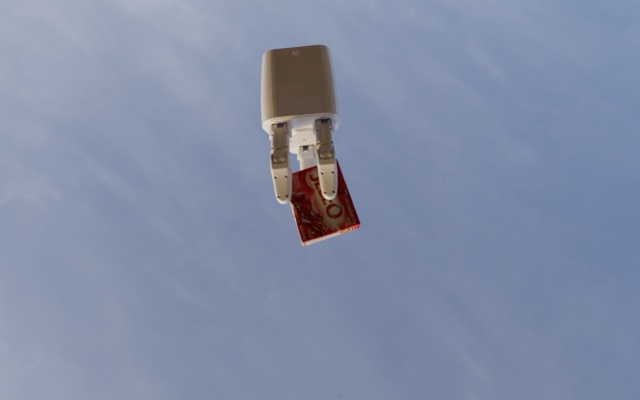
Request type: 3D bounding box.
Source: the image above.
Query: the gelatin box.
[{"bbox_3d":[0.000,0.002,0.582,0.073,0.089,0.030,-17,-14,-3],"label":"gelatin box"}]
